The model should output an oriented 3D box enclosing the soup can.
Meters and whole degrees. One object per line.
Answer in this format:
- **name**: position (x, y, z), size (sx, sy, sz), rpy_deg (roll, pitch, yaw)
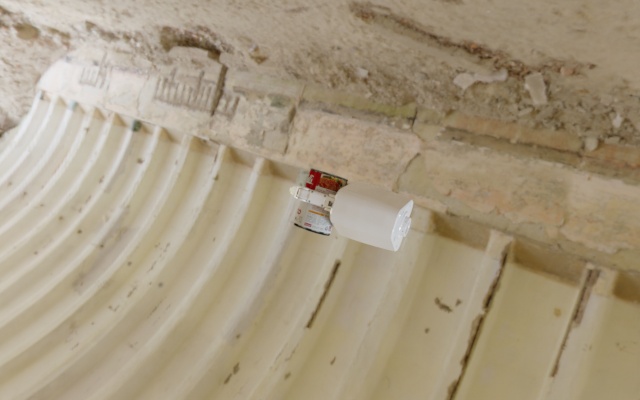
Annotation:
- **soup can**: position (0.000, 0.003, 0.820), size (0.068, 0.102, 0.068), rpy_deg (18, 2, -1)
